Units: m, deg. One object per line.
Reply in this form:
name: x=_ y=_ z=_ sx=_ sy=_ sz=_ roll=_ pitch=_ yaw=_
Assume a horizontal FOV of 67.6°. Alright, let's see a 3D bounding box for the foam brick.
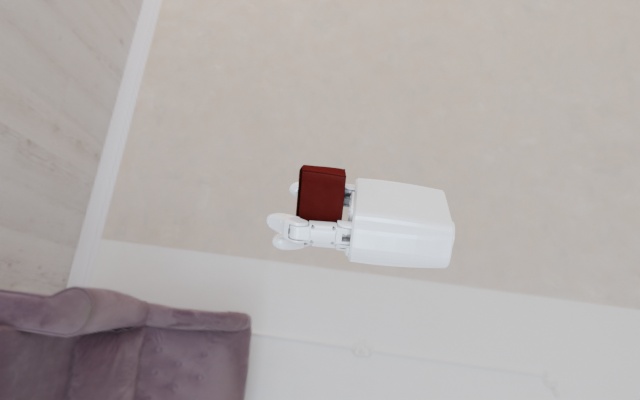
foam brick: x=0.000 y=0.002 z=0.542 sx=0.051 sy=0.078 sz=0.053 roll=5 pitch=13 yaw=1
